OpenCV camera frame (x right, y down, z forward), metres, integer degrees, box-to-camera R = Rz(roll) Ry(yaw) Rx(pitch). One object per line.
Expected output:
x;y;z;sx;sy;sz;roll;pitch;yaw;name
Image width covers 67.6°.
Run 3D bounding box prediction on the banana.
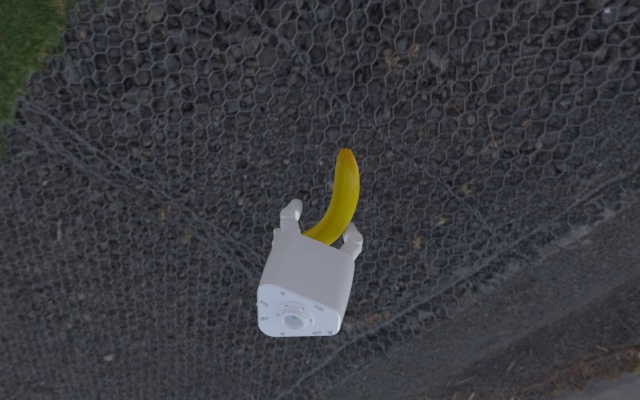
0.015;0.014;0.702;0.069;0.198;0.037;30;34;-5;banana
